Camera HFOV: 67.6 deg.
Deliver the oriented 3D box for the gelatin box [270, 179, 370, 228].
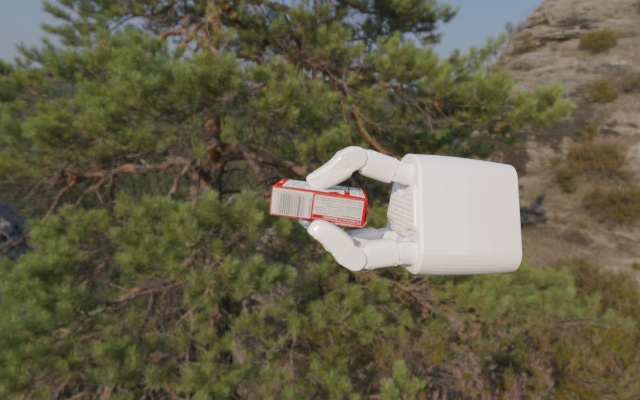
[{"bbox_3d":[0.000,0.001,0.462,0.089,0.030,0.073,8,8,1],"label":"gelatin box"}]
